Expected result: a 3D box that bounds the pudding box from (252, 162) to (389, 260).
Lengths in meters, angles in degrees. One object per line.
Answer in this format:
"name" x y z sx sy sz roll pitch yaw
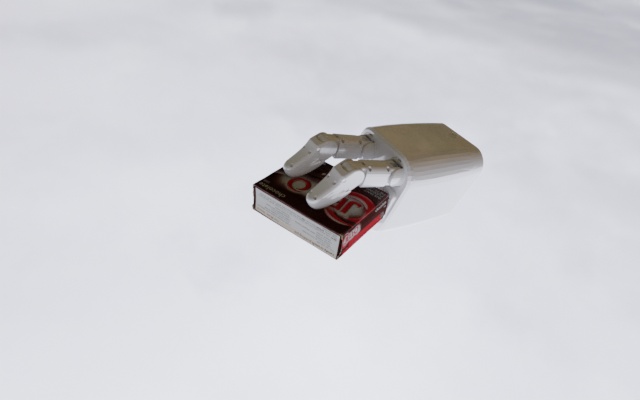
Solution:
"pudding box" 0.000 0.002 0.494 0.113 0.039 0.090 27 40 25
